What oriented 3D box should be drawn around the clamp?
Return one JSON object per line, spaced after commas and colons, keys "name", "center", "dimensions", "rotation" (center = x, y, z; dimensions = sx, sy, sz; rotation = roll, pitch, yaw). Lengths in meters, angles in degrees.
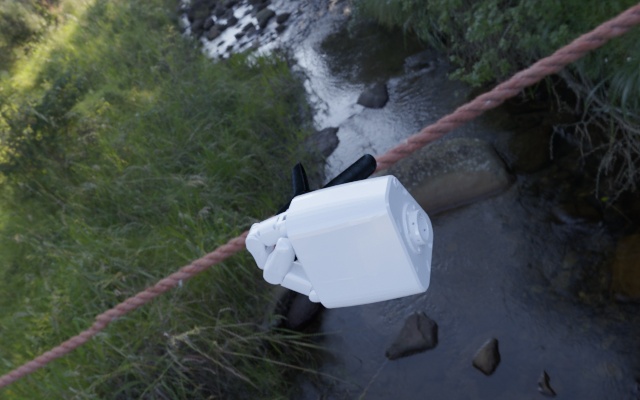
{"name": "clamp", "center": [0.000, 0.002, 0.562], "dimensions": [0.120, 0.039, 0.171], "rotation": [-15, 37, 29]}
